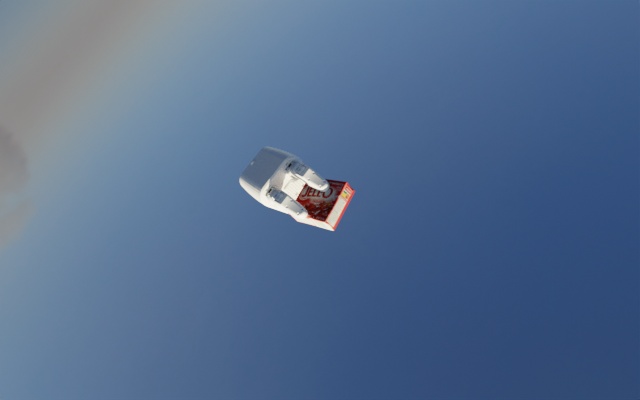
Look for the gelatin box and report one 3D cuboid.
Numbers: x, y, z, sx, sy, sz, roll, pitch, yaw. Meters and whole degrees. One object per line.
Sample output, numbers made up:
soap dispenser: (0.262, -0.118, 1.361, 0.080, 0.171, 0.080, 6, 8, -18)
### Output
gelatin box: (0.001, 0.003, 0.751, 0.089, 0.073, 0.030, 12, -24, 45)
